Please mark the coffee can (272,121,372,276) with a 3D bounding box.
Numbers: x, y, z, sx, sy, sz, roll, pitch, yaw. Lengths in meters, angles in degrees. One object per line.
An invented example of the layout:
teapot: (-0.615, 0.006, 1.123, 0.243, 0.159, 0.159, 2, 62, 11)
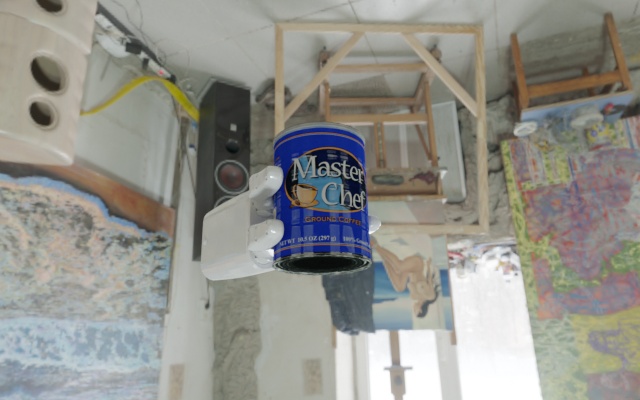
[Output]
coffee can: (0.000, 0.001, 0.511, 0.103, 0.140, 0.103, -1, -19, 0)
